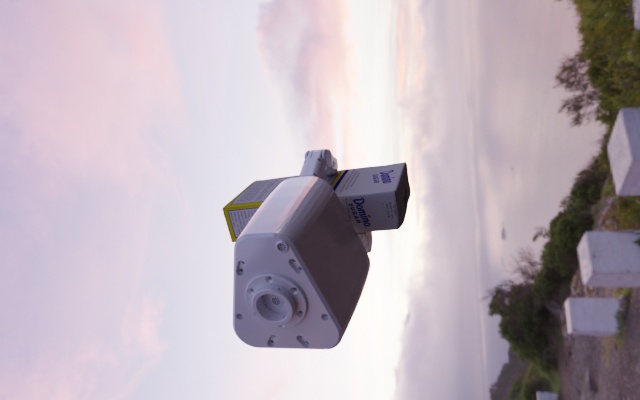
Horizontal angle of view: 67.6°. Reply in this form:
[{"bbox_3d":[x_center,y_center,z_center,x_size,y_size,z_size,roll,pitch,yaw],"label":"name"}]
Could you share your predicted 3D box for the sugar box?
[{"bbox_3d":[0.000,0.002,0.495,0.176,0.048,0.093,-3,21,18],"label":"sugar box"}]
